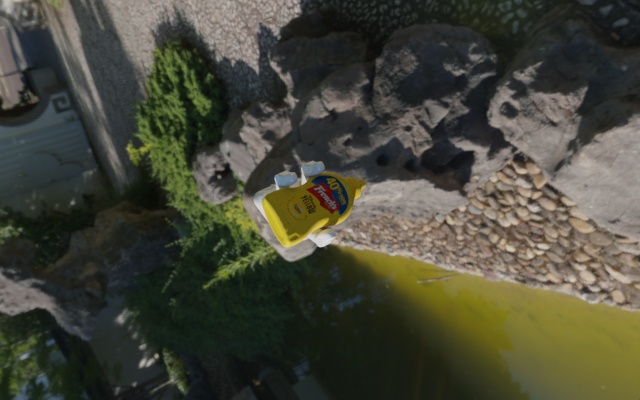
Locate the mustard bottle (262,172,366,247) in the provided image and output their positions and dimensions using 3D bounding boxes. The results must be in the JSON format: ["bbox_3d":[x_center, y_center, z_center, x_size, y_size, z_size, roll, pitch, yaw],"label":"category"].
[{"bbox_3d":[0.000,0.003,0.845,0.191,0.096,0.058,-24,-12,-25],"label":"mustard bottle"}]
